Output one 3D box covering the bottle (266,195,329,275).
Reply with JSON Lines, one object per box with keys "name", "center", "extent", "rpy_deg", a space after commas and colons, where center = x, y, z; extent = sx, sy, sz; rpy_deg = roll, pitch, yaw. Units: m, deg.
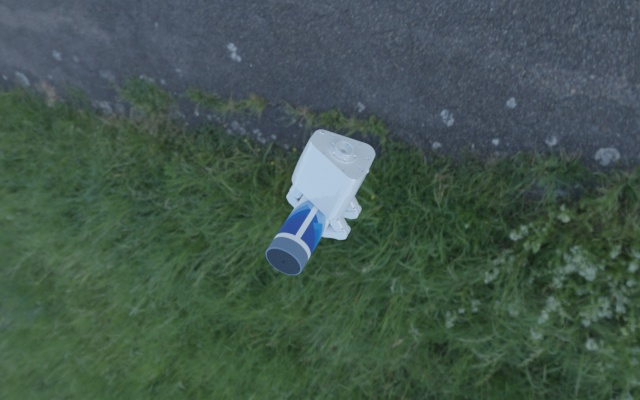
{"name": "bottle", "center": [0.000, 0.003, 0.867], "extent": [0.069, 0.069, 0.295], "rpy_deg": [0, 41, 33]}
